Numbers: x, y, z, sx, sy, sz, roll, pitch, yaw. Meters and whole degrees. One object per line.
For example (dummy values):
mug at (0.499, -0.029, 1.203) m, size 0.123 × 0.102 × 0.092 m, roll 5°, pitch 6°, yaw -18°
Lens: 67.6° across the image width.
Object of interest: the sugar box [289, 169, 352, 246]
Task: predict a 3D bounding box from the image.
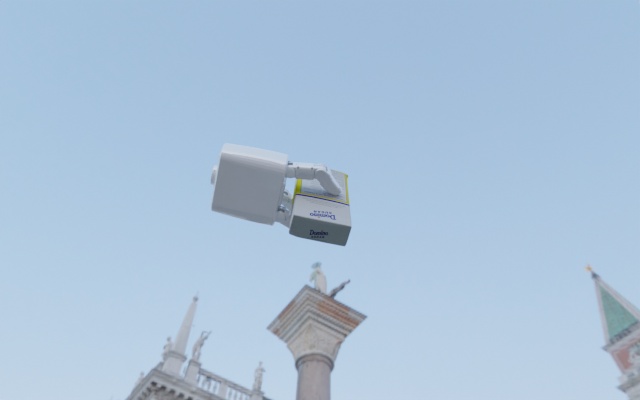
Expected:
sugar box at (0.000, 0.003, 0.795) m, size 0.093 × 0.048 × 0.176 m, roll 12°, pitch 32°, yaw -6°
